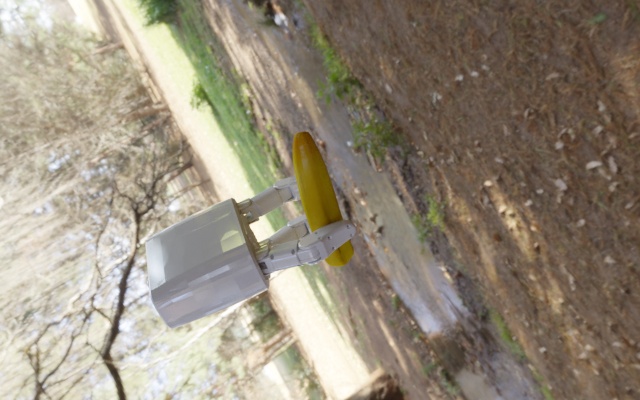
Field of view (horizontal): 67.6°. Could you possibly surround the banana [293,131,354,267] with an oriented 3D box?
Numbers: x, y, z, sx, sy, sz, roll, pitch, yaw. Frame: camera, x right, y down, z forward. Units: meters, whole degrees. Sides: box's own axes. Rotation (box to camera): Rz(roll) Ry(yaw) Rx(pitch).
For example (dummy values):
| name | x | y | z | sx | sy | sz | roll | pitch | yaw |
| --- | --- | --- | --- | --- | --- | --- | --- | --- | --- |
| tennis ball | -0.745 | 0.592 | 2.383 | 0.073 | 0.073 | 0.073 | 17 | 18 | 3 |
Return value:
| name | x | y | z | sx | sy | sz | roll | pitch | yaw |
| --- | --- | --- | --- | --- | --- | --- | --- | --- | --- |
| banana | 0.005 | 0.017 | 0.509 | 0.037 | 0.069 | 0.198 | -18 | -41 | 2 |
